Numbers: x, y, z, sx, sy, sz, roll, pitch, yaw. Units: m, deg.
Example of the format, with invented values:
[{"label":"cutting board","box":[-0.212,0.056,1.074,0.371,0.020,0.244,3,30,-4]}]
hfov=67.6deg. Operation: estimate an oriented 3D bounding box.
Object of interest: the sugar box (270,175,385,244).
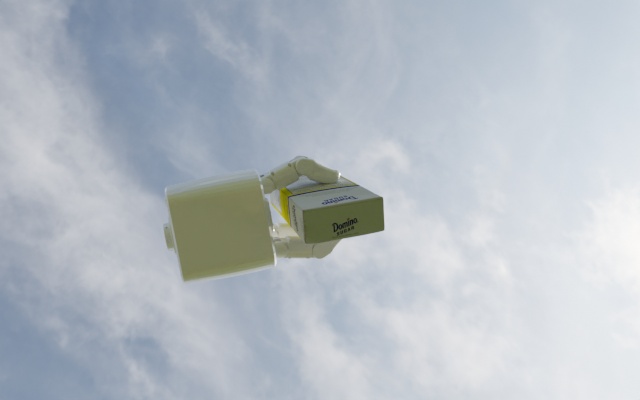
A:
[{"label":"sugar box","box":[0.000,0.002,0.580,0.093,0.048,0.176,-9,18,-15]}]
